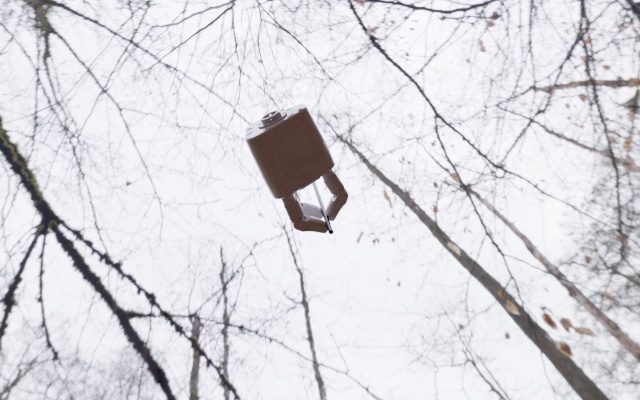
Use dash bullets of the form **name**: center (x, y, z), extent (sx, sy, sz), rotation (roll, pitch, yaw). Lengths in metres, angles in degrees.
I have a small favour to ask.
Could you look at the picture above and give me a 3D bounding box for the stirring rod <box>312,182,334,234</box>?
- **stirring rod**: center (0.000, 0.003, 0.848), extent (0.011, 0.011, 0.239), rotation (0, 23, -8)
